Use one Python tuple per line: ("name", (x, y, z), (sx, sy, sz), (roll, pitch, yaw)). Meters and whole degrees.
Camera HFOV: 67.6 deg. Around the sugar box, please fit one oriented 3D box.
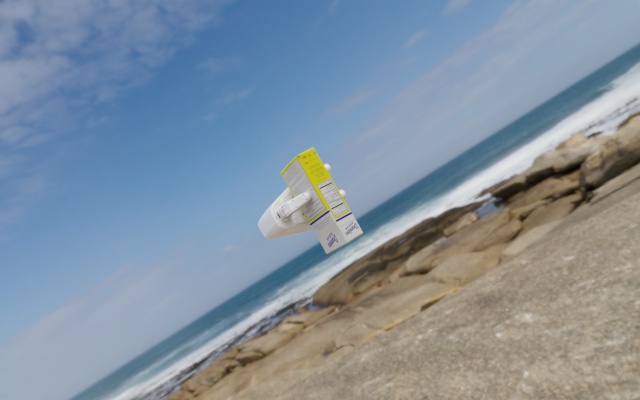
("sugar box", (0.000, 0.003, 0.857), (0.048, 0.176, 0.093), (-30, -4, -29))
